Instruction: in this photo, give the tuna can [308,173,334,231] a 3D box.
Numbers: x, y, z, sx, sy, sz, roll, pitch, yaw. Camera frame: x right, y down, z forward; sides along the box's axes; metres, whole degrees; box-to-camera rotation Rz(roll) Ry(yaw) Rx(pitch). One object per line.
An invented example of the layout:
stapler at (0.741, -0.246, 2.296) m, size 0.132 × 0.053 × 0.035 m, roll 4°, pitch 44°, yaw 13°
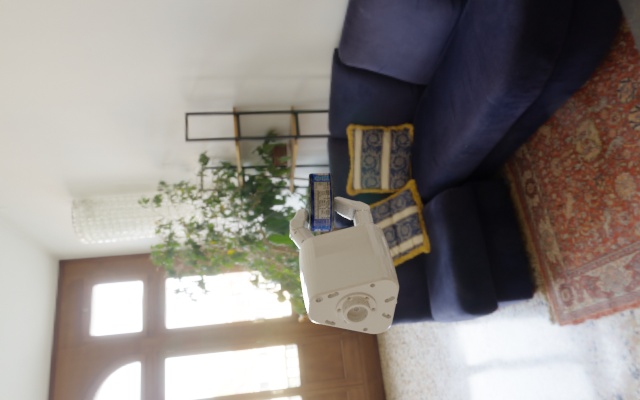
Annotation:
tuna can at (0.000, 0.002, 0.695) m, size 0.034 × 0.086 × 0.086 m, roll -1°, pitch 0°, yaw -3°
